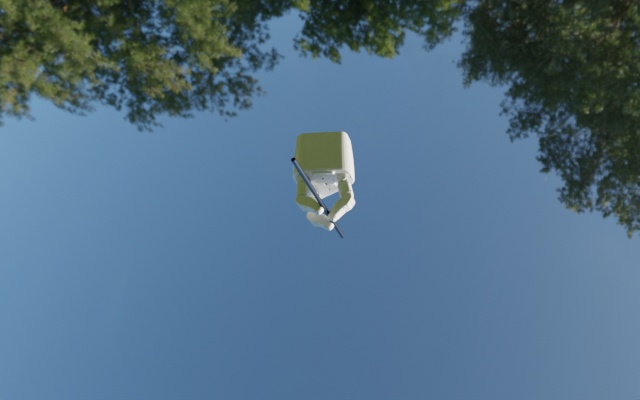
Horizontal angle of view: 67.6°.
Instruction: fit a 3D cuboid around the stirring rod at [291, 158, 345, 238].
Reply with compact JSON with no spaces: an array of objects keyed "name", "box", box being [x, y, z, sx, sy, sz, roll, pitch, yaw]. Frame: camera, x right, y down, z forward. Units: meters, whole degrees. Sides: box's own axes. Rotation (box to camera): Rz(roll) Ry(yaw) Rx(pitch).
[{"name":"stirring rod","box":[0.000,0.003,0.842,0.011,0.011,0.240,0,-34,26]}]
